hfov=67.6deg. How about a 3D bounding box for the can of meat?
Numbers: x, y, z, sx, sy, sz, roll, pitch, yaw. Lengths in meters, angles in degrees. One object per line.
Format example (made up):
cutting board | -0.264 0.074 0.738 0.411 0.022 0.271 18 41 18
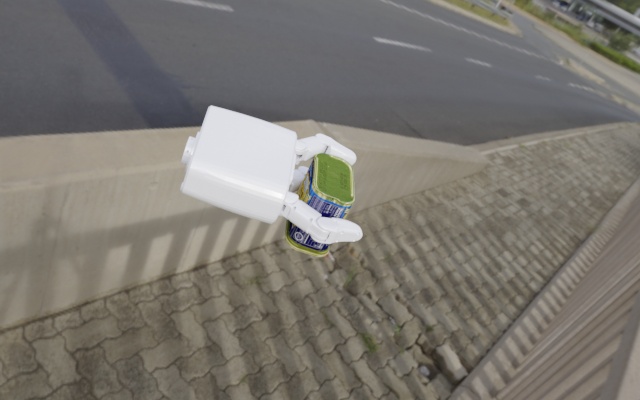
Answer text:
can of meat | 0.000 0.002 0.577 0.057 0.084 0.102 20 33 -12
